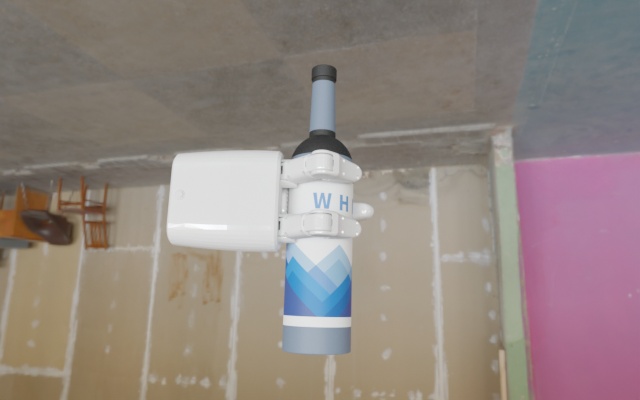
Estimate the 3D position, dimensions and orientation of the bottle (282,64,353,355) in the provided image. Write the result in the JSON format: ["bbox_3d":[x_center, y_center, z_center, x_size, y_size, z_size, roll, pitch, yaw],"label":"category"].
[{"bbox_3d":[0.000,0.002,0.491,0.069,0.295,0.069,2,-12,0],"label":"bottle"}]
